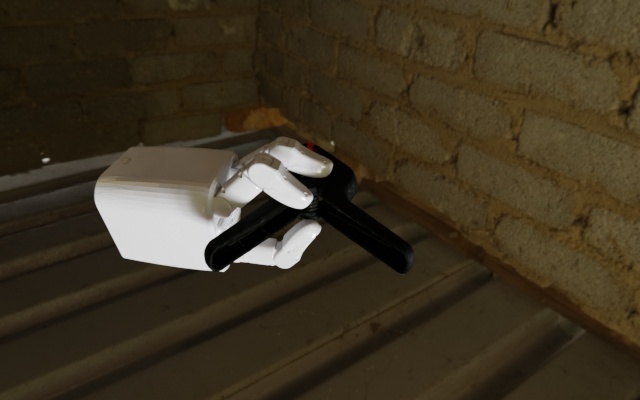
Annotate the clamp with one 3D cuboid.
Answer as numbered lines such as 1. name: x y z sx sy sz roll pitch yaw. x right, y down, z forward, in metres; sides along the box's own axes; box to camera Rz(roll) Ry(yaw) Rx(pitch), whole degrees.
1. clamp: 0.000 0.002 0.449 0.164 0.036 0.209 5 31 4
